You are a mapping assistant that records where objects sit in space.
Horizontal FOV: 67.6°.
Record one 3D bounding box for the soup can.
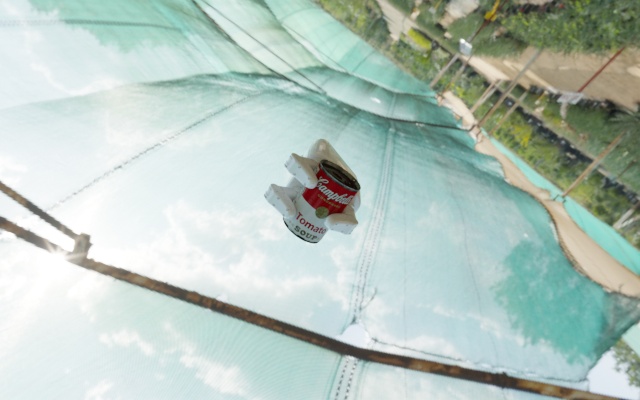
[{"bbox_3d":[0.000,0.003,0.676,0.068,0.102,0.068,32,20,-13],"label":"soup can"}]
